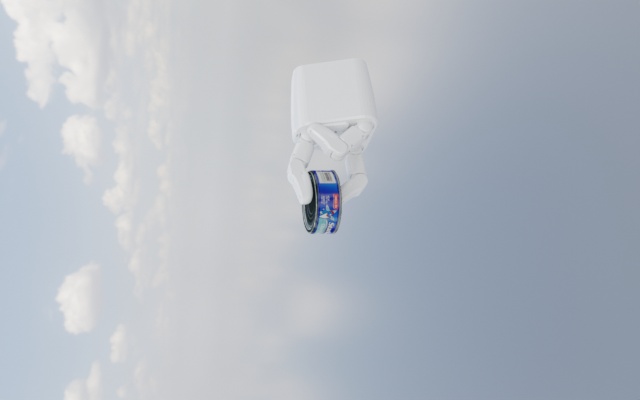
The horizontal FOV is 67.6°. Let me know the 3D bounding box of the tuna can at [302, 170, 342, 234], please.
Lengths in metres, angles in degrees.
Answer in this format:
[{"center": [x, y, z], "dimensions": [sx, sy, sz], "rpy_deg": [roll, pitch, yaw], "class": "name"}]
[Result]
[{"center": [0.000, 0.002, 0.632], "dimensions": [0.034, 0.086, 0.086], "rpy_deg": [0, 0, -15], "class": "tuna can"}]
